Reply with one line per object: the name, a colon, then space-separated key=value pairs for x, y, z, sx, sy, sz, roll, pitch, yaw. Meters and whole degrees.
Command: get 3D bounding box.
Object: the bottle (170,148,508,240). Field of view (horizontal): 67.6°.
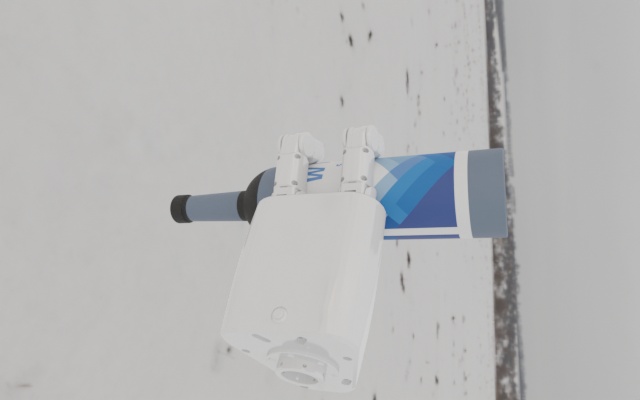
bottle: x=0.000 y=0.001 z=0.407 sx=0.296 sy=0.069 sz=0.069 roll=-3 pitch=-1 yaw=21
